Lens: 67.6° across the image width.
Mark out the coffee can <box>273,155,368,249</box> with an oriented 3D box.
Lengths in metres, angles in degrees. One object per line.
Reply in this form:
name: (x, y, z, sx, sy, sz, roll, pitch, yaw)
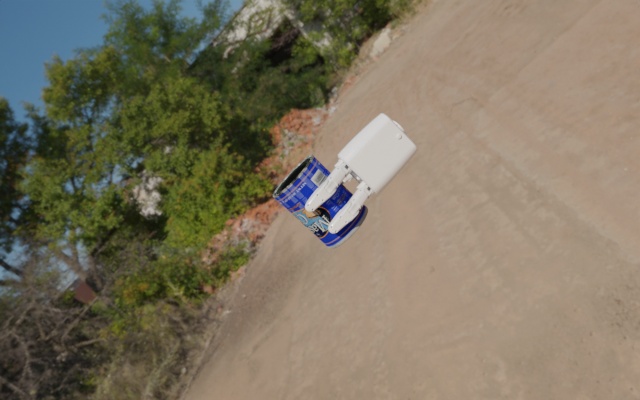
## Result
coffee can: (0.000, 0.003, 0.854, 0.140, 0.103, 0.103, 43, -12, -13)
